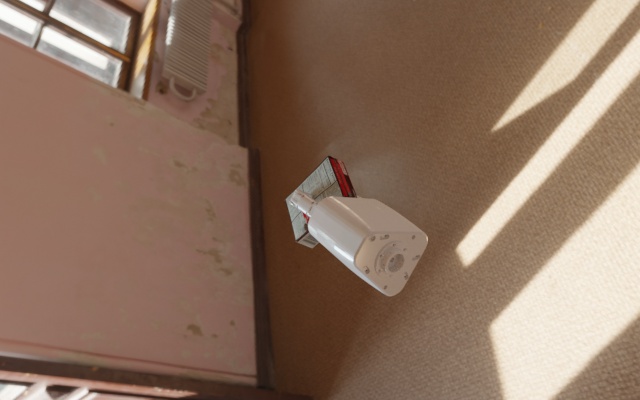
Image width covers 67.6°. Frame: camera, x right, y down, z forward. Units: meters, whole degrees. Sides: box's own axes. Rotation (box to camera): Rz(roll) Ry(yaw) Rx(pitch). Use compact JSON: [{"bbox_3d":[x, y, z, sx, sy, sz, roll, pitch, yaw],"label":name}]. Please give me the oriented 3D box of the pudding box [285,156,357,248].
[{"bbox_3d":[0.000,0.002,0.718,0.039,0.090,0.113,24,-54,-38],"label":"pudding box"}]
